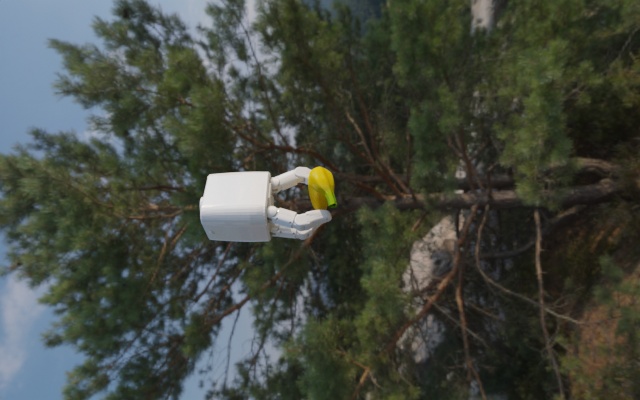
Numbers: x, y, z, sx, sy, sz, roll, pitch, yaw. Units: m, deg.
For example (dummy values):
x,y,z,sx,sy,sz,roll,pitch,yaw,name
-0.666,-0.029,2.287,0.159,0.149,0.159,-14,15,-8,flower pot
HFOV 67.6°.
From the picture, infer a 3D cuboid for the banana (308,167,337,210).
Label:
x,y,z,sx,sy,sz,roll,pitch,yaw,name
-0.001,-0.016,0.769,0.037,0.069,0.198,-3,-4,-3,banana
